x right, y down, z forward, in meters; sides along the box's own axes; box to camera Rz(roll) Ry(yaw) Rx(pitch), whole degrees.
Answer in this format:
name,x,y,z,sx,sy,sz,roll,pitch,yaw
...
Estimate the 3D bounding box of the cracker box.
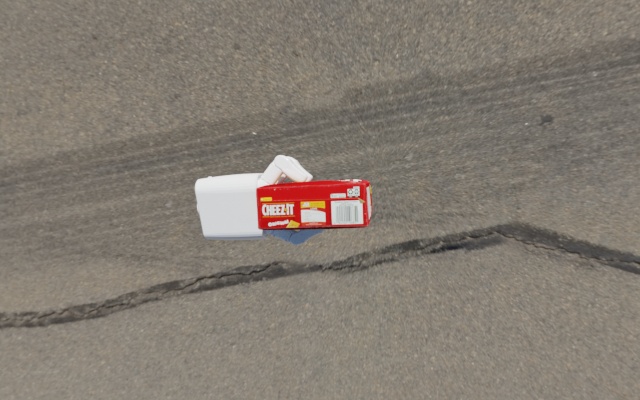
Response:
name,x,y,z,sx,sy,sz,roll,pitch,yaw
cracker box,0.000,0.003,0.788,0.164,0.072,0.213,-2,3,8
